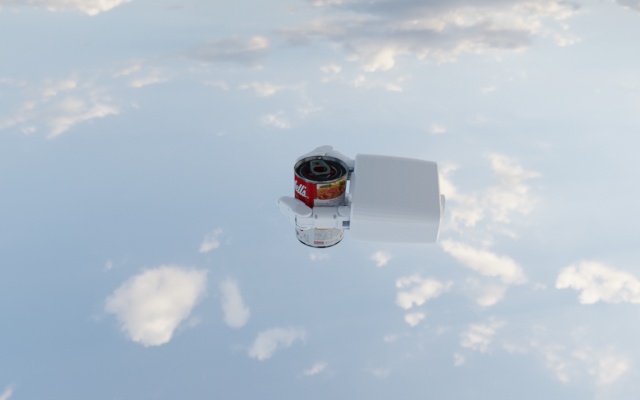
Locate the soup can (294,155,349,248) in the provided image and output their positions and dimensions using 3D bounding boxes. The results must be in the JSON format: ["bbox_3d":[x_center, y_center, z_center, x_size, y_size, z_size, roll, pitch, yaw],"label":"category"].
[{"bbox_3d":[0.000,0.002,0.617,0.068,0.102,0.068,1,33,0],"label":"soup can"}]
